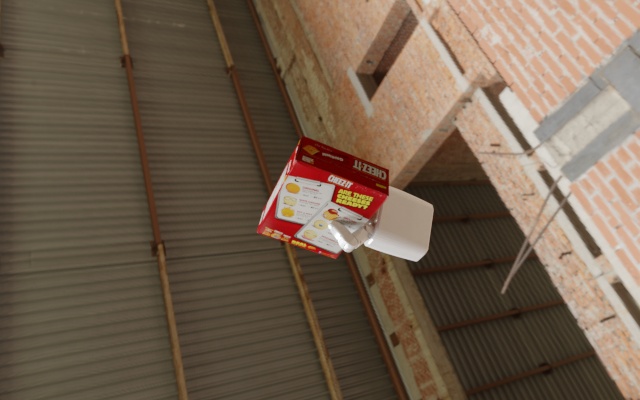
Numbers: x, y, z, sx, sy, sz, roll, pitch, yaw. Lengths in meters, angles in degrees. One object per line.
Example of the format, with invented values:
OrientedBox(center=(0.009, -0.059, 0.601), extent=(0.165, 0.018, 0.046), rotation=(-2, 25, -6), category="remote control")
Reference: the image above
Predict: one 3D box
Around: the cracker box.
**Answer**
OrientedBox(center=(0.000, 0.003, 0.842), extent=(0.164, 0.072, 0.214), rotation=(20, -42, -13), category="cracker box")
